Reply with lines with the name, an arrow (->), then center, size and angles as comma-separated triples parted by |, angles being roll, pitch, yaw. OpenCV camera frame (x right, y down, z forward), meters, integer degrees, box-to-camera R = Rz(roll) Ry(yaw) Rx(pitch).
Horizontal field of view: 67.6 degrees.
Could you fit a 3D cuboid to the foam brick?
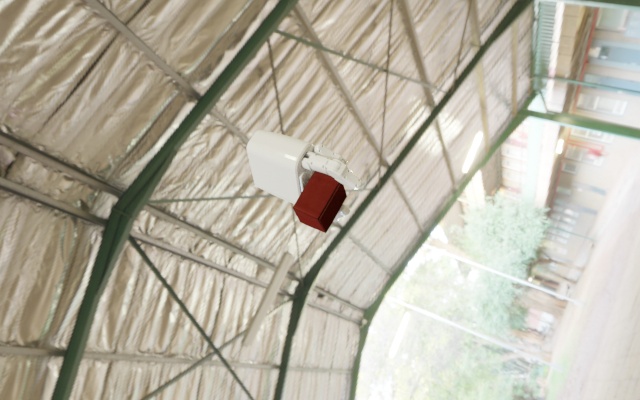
foam brick -> 0.000, 0.003, 0.768 | 0.051, 0.078, 0.053 | 21, -23, 23
